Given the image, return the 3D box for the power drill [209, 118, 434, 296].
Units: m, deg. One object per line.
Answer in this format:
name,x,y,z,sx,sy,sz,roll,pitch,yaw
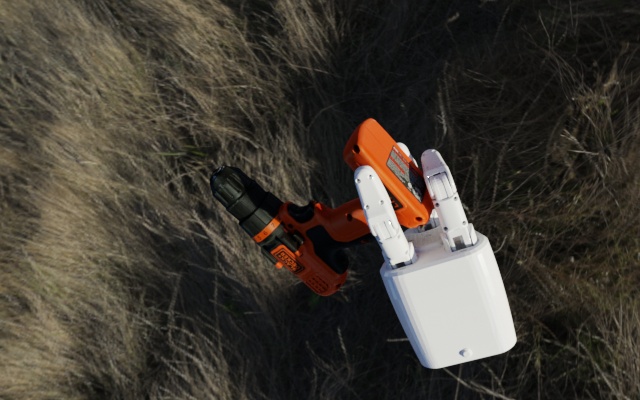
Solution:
power drill,0.001,0.002,0.471,0.188,0.184,0.057,-34,20,38
